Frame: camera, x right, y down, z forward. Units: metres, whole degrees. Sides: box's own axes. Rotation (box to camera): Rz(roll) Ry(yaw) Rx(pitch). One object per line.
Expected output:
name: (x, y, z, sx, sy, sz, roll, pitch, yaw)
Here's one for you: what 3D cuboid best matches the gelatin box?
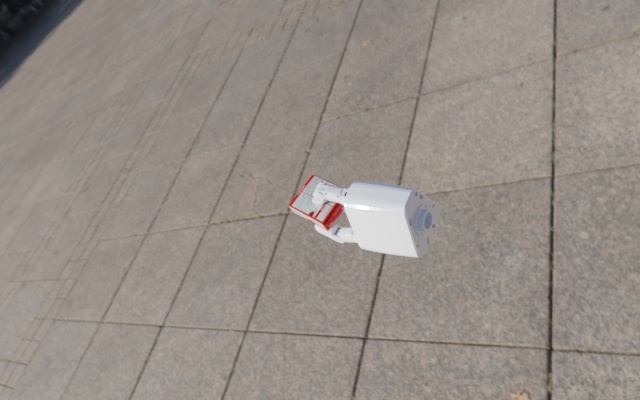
gelatin box: (0.000, 0.002, 0.826, 0.089, 0.073, 0.030, 26, -17, 39)
